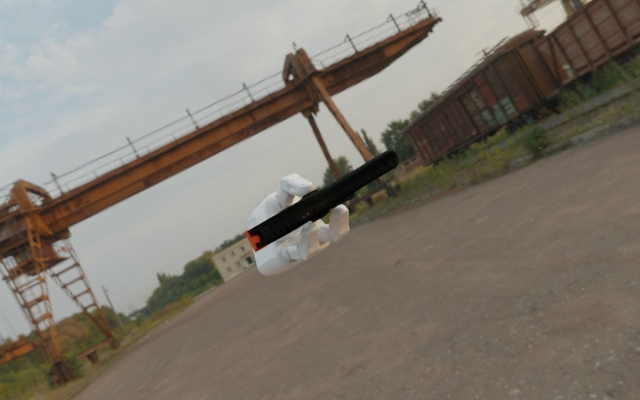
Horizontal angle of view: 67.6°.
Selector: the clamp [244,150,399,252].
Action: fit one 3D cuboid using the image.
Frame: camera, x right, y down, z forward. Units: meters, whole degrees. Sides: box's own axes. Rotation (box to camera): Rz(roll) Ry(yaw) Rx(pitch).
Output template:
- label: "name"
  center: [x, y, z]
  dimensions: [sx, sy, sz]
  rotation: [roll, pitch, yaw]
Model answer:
- label: "clamp"
  center: [-0.001, 0.002, 0.627]
  dimensions: [0.210, 0.036, 0.165]
  rotation: [-28, -6, -30]
